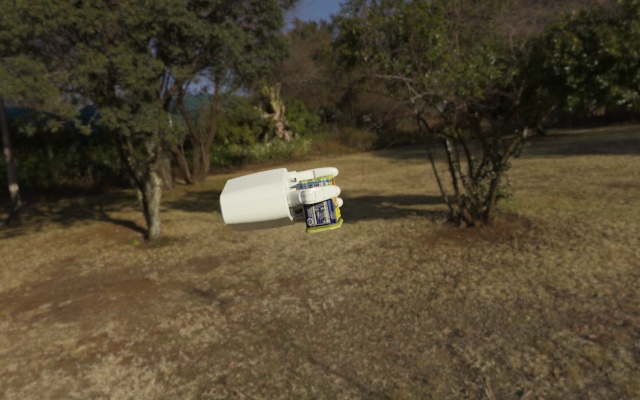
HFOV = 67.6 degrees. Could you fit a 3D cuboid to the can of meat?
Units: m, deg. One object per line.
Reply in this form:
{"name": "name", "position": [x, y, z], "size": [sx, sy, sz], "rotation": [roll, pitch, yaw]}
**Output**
{"name": "can of meat", "position": [0.000, 0.002, 0.790], "size": [0.057, 0.084, 0.102], "rotation": [-10, 4, 7]}
